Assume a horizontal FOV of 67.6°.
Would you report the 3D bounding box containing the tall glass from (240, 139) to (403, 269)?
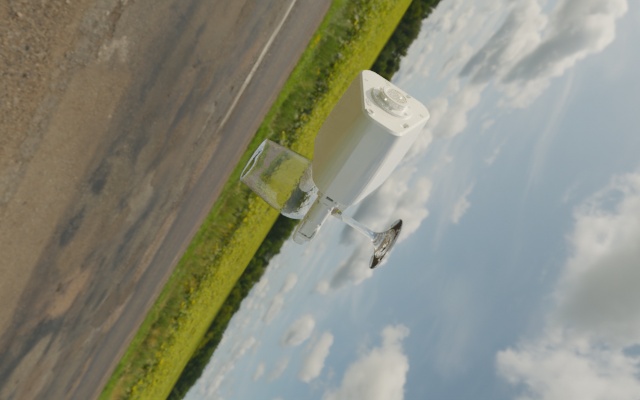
[{"bbox_3d":[0.001,0.002,0.600,0.201,0.079,0.079,32,-2,-3],"label":"tall glass"}]
